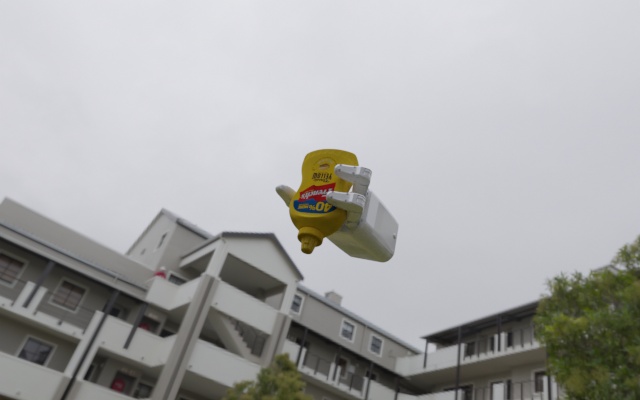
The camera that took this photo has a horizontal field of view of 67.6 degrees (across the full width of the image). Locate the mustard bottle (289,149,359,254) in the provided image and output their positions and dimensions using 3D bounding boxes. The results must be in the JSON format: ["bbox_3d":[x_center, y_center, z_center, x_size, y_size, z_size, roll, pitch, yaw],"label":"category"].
[{"bbox_3d":[0.000,0.002,0.782,0.096,0.191,0.058,4,-36,17],"label":"mustard bottle"}]
